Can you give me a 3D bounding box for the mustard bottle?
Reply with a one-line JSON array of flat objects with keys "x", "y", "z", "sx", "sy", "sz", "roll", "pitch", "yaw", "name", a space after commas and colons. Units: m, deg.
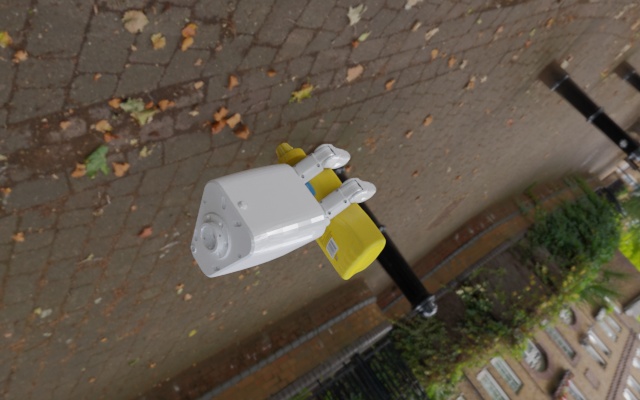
[{"x": 0.001, "y": 0.002, "z": 0.606, "sx": 0.058, "sy": 0.191, "sz": 0.096, "roll": -28, "pitch": -20, "yaw": -25, "name": "mustard bottle"}]
